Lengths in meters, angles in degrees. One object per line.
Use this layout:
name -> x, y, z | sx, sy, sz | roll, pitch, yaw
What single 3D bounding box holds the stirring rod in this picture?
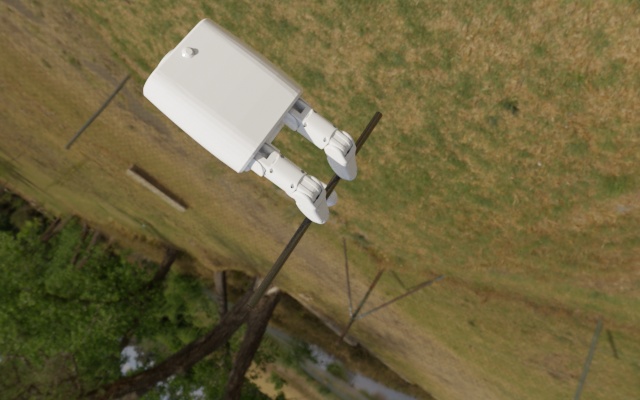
stirring rod -> 0.000, 0.001, 0.469 | 0.011, 0.239, 0.011 | 29, -21, 12
